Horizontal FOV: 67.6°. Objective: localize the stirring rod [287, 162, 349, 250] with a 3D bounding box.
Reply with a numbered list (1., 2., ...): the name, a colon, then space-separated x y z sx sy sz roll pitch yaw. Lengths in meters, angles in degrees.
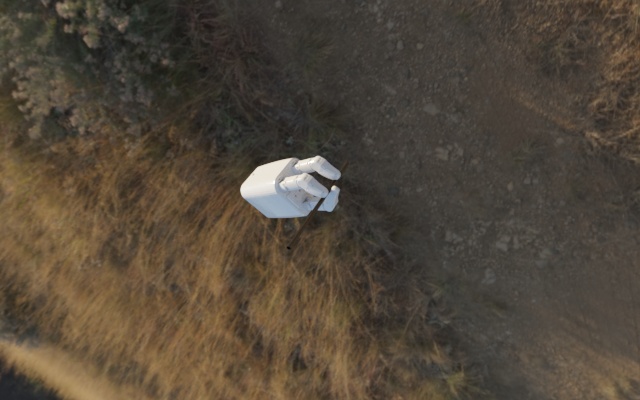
1. stirring rod: 0.000 0.003 0.872 0.011 0.011 0.239 0 40 35
